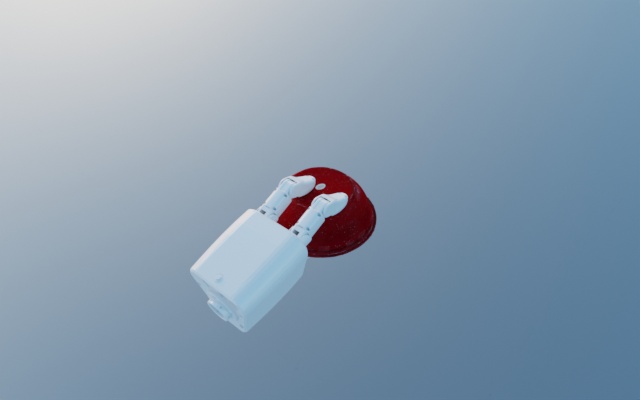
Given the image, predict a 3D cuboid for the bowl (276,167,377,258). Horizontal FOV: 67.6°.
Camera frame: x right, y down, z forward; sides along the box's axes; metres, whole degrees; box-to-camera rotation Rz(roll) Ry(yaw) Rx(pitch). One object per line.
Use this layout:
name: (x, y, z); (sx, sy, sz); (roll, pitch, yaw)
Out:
bowl: (0.001, 0.001, 0.667); (0.162, 0.055, 0.162); (1, 42, -1)
